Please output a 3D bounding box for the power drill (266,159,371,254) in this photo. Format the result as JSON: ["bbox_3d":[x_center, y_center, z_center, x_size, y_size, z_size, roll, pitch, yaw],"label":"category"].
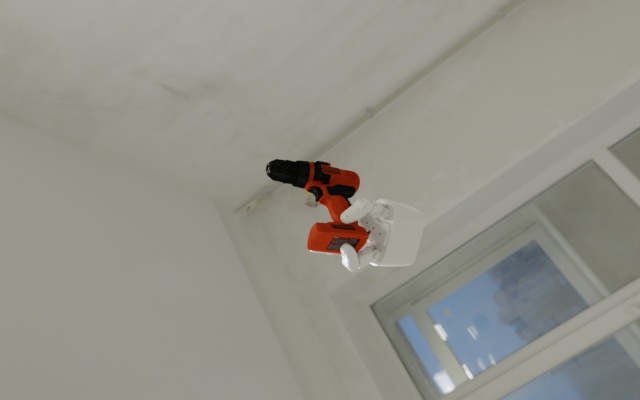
[{"bbox_3d":[0.000,0.003,0.841,0.184,0.187,0.057,7,-45,-22],"label":"power drill"}]
